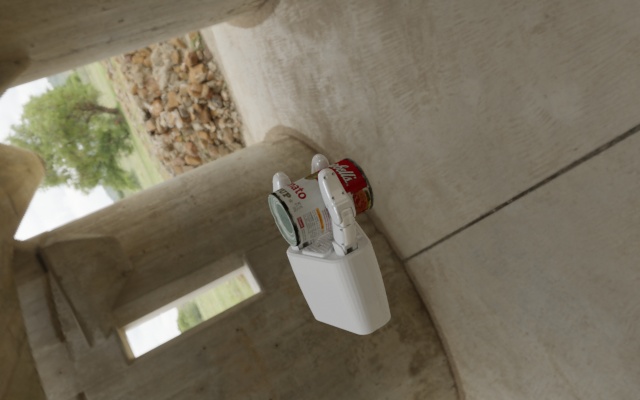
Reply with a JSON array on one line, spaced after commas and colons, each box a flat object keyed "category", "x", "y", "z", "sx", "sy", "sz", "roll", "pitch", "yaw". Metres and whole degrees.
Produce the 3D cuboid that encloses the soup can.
[{"category": "soup can", "x": 0.000, "y": 0.001, "z": 0.547, "sx": 0.102, "sy": 0.068, "sz": 0.068, "roll": -26, "pitch": 9, "yaw": -19}]
